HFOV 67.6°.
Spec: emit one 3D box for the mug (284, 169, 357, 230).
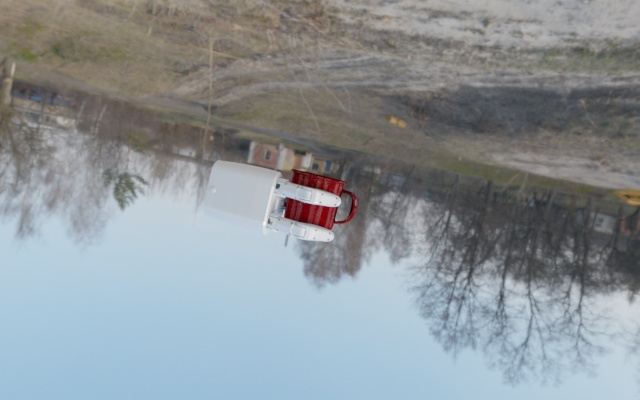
[{"bbox_3d":[0.001,0.003,0.758,0.117,0.081,0.093,14,4,12],"label":"mug"}]
